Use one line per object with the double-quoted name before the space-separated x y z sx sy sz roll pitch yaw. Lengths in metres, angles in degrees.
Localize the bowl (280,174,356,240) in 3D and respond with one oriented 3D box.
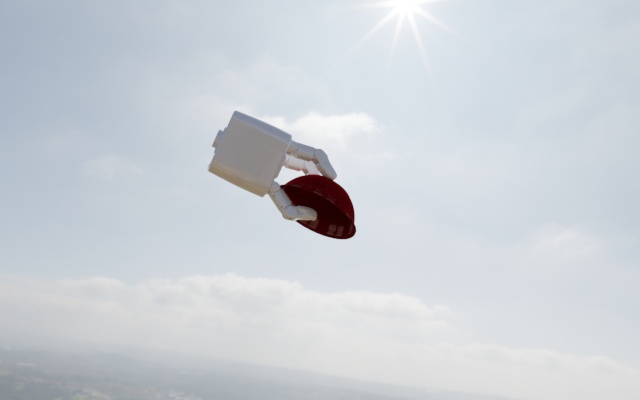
"bowl" 0.001 0.003 0.846 0.162 0.055 0.162 24 -25 12
